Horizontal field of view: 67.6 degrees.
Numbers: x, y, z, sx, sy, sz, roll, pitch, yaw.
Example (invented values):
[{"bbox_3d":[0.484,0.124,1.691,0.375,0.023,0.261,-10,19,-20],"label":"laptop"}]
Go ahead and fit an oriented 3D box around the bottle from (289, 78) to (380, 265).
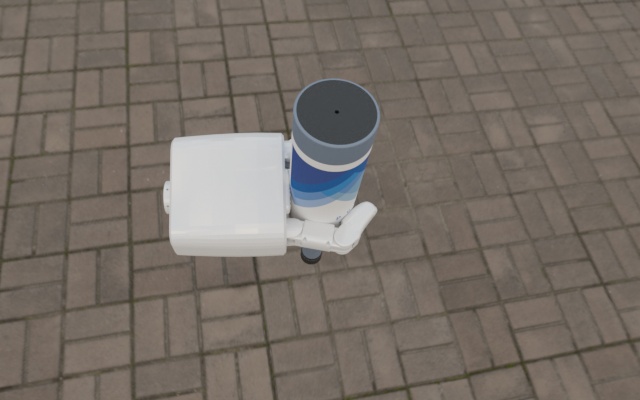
[{"bbox_3d":[0.000,0.001,0.490,0.069,0.069,0.296,0,-28,-5],"label":"bottle"}]
